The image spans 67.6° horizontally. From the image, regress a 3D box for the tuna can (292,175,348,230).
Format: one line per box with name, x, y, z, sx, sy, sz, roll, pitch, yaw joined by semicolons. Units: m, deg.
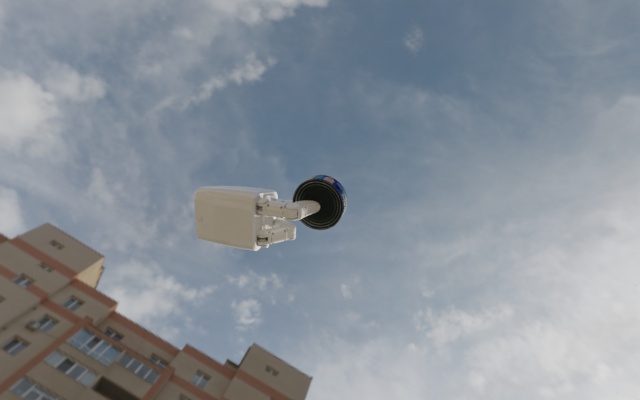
tuna can;0.000;0.002;0.777;0.086;0.086;0.033;0;17;19
